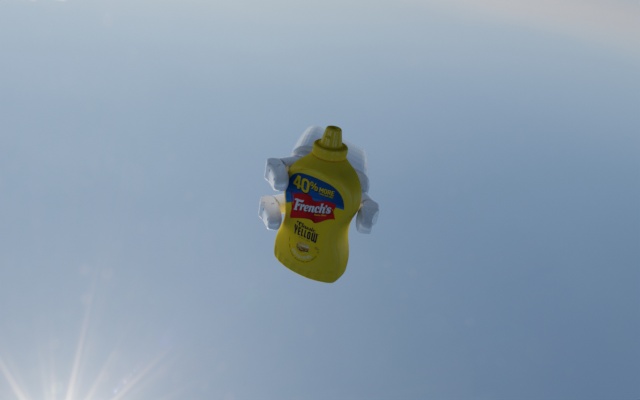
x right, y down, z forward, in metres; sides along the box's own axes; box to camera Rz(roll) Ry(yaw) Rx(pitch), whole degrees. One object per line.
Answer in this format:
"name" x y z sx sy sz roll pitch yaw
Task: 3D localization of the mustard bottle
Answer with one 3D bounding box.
"mustard bottle" 0.000 0.002 0.581 0.096 0.192 0.058 23 29 23
